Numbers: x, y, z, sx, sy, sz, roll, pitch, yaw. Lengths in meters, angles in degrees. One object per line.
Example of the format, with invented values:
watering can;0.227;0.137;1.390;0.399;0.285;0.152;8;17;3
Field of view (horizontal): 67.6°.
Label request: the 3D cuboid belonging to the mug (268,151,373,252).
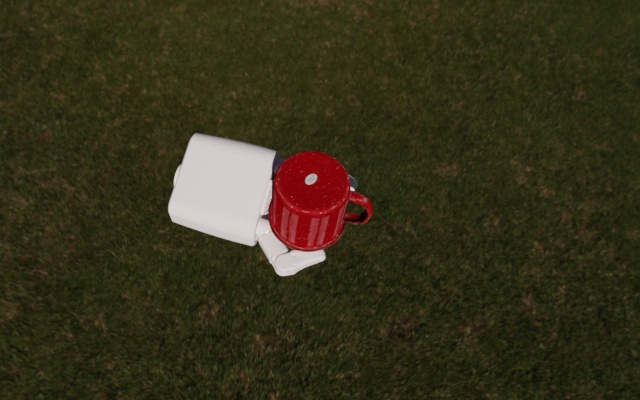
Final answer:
mug;0.001;0.002;0.528;0.117;0.093;0.081;14;-29;2
